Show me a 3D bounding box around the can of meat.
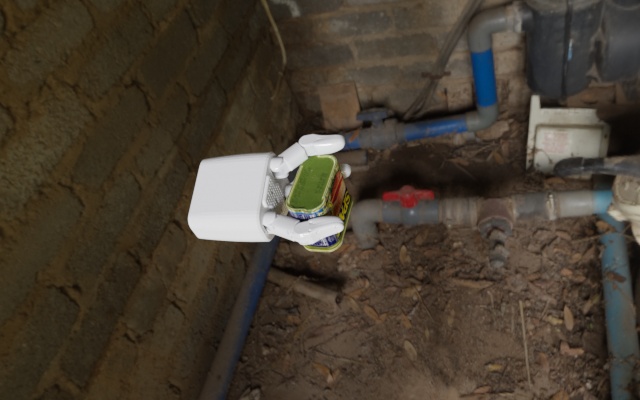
[{"bbox_3d":[0.000,0.002,0.629,0.057,0.102,0.084,2,-40,22],"label":"can of meat"}]
